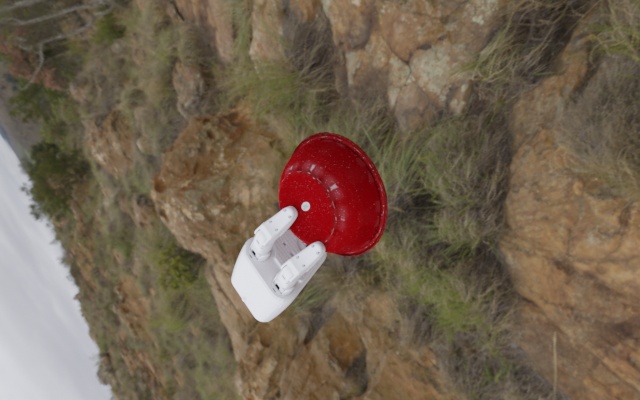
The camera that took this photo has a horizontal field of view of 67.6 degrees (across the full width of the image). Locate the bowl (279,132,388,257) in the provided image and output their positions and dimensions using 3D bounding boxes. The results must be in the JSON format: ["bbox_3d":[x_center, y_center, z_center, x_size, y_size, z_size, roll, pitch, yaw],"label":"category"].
[{"bbox_3d":[0.000,0.001,0.580,0.162,0.162,0.055,0,17,43],"label":"bowl"}]
